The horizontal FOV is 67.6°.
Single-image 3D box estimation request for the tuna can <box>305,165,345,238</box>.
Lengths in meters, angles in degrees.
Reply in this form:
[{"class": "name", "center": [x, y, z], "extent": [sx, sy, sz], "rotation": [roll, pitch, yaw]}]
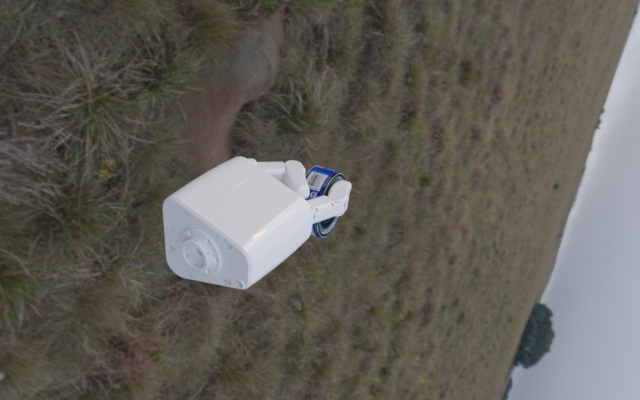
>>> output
[{"class": "tuna can", "center": [0.001, 0.002, 0.589], "extent": [0.034, 0.086, 0.086], "rotation": [16, 6, 21]}]
